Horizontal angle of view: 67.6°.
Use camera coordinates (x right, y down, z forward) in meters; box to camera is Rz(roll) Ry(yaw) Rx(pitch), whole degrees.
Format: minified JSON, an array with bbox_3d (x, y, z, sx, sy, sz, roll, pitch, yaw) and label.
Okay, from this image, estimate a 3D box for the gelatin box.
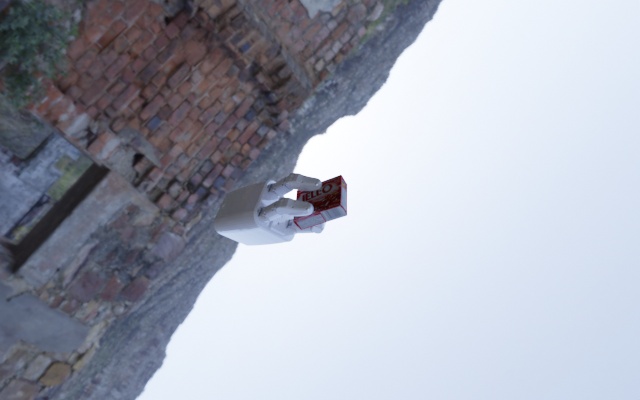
[{"bbox_3d":[0.001,0.003,0.793,0.089,0.073,0.030,-18,-49,21],"label":"gelatin box"}]
